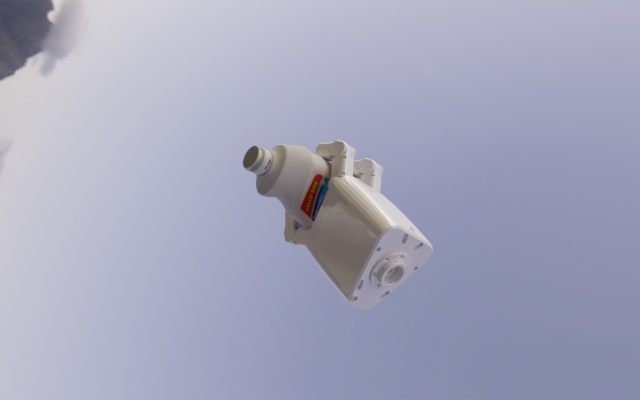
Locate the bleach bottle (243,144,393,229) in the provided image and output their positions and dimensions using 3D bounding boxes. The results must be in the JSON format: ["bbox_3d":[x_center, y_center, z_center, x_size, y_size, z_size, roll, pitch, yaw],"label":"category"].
[{"bbox_3d":[0.000,0.002,0.623,0.251,0.102,0.068,28,15,-40],"label":"bleach bottle"}]
